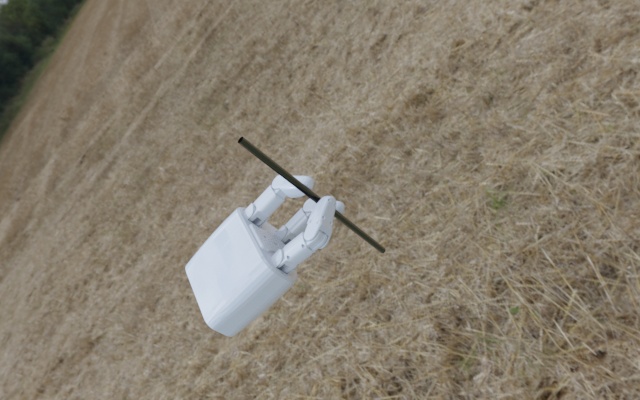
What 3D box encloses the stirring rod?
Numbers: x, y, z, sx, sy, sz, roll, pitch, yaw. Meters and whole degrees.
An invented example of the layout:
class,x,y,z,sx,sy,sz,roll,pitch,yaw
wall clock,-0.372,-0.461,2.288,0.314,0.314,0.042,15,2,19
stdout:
class,x,y,z,sx,sy,sz,roll,pitch,yaw
stirring rod,0.000,0.002,0.538,0.240,0.011,0.011,38,-23,-33
